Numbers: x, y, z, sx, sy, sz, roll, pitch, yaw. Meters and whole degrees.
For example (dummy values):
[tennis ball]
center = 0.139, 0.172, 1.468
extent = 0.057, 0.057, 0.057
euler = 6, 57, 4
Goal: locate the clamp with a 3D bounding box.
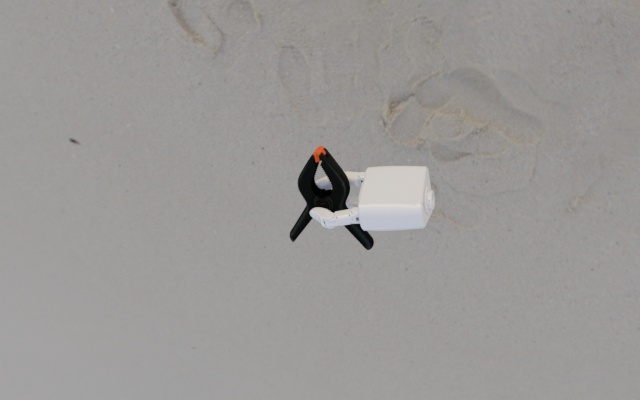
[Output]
[clamp]
center = 0.000, 0.003, 0.859
extent = 0.164, 0.210, 0.036
euler = -2, 32, 22
